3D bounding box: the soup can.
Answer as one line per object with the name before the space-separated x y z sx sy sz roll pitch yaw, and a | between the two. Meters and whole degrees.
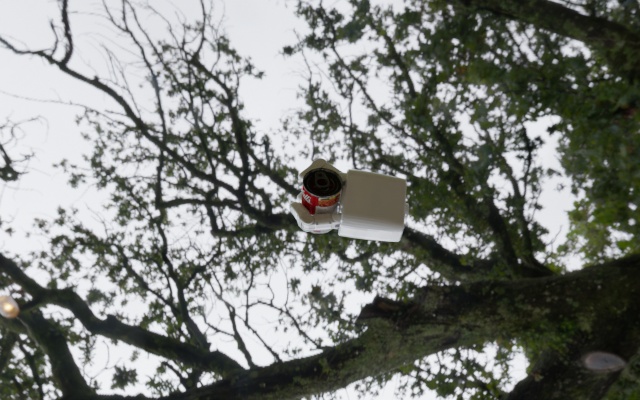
soup can | 0.000 0.003 0.832 0.068 0.068 0.102 0 -42 -6
